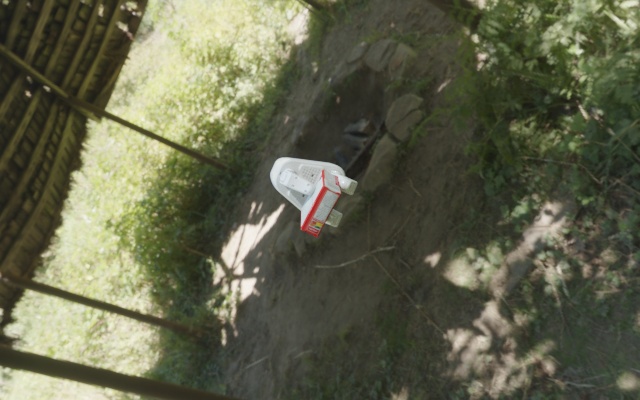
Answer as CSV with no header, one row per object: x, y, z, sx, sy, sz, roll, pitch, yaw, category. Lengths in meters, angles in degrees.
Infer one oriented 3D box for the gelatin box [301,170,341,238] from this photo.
0.000,0.002,0.693,0.030,0.073,0.089,26,16,-9,gelatin box
